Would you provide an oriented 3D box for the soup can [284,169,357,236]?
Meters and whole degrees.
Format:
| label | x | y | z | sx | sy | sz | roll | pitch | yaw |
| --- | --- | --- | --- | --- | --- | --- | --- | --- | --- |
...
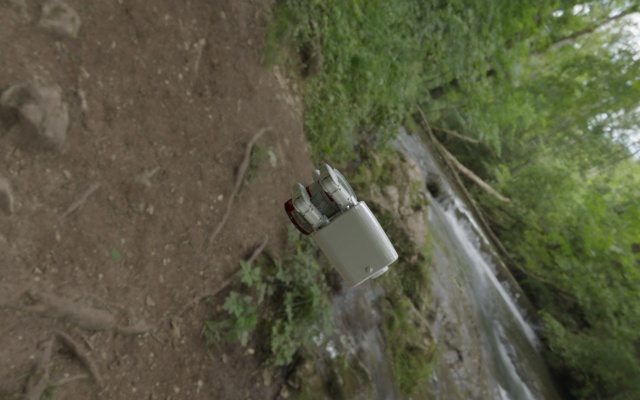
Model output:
| label | x | y | z | sx | sy | sz | roll | pitch | yaw |
| --- | --- | --- | --- | --- | --- | --- | --- | --- | --- |
| soup can | 0.000 | 0.002 | 0.790 | 0.102 | 0.068 | 0.068 | -35 | -10 | 14 |
